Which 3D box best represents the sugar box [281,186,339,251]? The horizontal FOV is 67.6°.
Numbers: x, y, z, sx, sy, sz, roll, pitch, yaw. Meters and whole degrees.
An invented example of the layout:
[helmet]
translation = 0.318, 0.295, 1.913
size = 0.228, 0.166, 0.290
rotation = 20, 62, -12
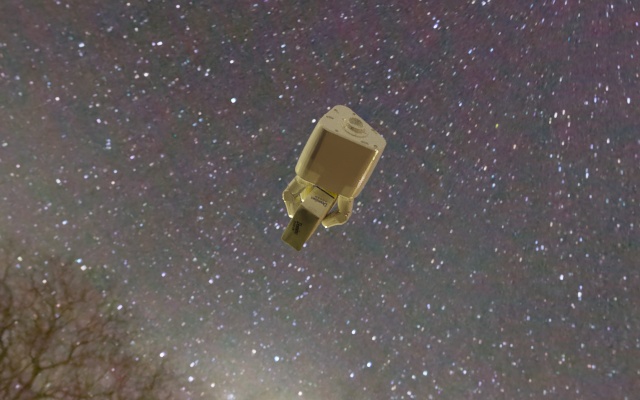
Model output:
[sugar box]
translation = 0.000, 0.002, 0.844
size = 0.048, 0.093, 0.176
rotation = 35, 40, 6
